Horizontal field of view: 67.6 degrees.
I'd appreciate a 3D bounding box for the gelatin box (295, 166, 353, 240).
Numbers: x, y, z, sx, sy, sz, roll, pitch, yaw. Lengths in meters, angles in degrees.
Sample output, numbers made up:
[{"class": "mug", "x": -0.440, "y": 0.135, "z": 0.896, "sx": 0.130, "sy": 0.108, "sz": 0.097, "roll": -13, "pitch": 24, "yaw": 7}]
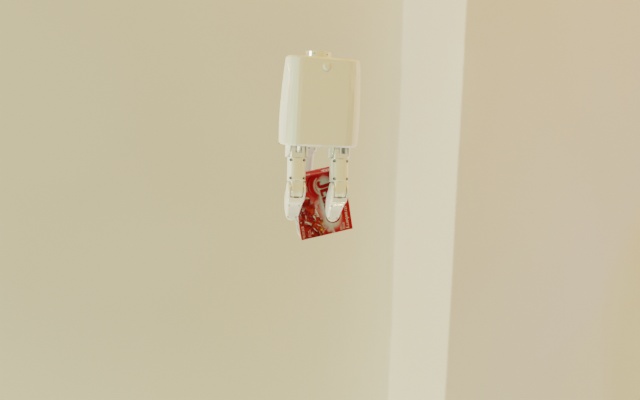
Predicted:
[{"class": "gelatin box", "x": 0.000, "y": 0.002, "z": 0.643, "sx": 0.073, "sy": 0.089, "sz": 0.030, "roll": -12, "pitch": 19, "yaw": -11}]
